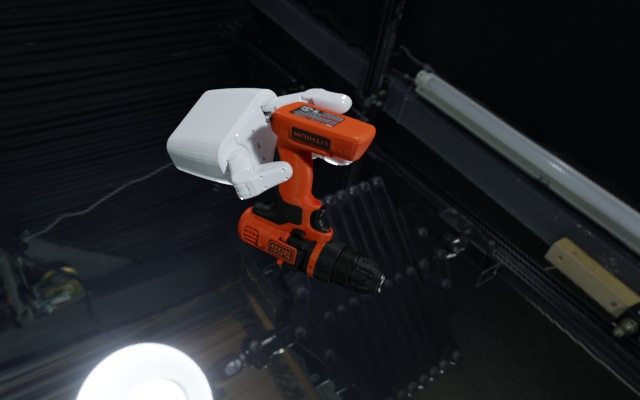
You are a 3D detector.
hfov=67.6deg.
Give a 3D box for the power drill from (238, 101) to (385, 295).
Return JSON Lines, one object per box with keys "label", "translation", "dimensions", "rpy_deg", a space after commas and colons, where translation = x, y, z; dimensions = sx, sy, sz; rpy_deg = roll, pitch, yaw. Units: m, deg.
{"label": "power drill", "translation": [0.000, 0.001, 0.516], "dimensions": [0.184, 0.188, 0.057], "rpy_deg": [22, 30, 15]}
